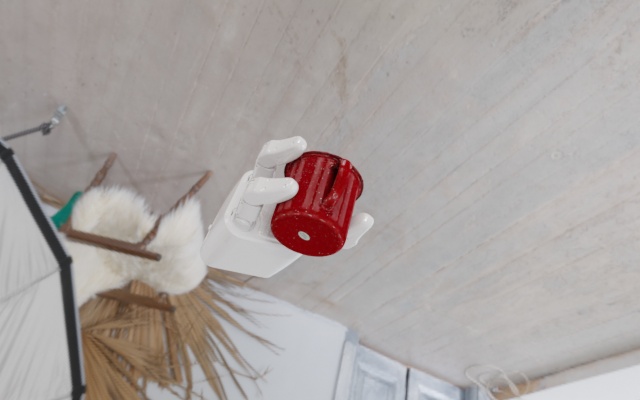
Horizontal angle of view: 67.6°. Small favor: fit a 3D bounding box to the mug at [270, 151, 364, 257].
[{"bbox_3d":[0.001,0.001,0.508,0.093,0.081,0.117,28,-39,-15],"label":"mug"}]
